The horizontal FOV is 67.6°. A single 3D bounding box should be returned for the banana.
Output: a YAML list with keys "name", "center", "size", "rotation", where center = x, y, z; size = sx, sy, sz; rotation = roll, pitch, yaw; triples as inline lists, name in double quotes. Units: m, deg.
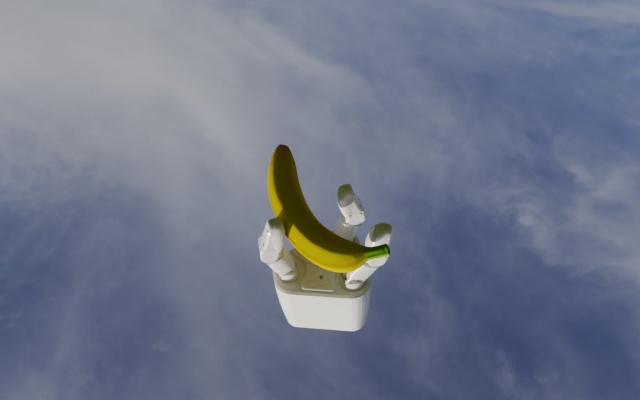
- name: "banana"
  center: [-0.013, 0.014, 0.513]
  size: [0.069, 0.197, 0.037]
  rotation: [-35, -34, -13]
